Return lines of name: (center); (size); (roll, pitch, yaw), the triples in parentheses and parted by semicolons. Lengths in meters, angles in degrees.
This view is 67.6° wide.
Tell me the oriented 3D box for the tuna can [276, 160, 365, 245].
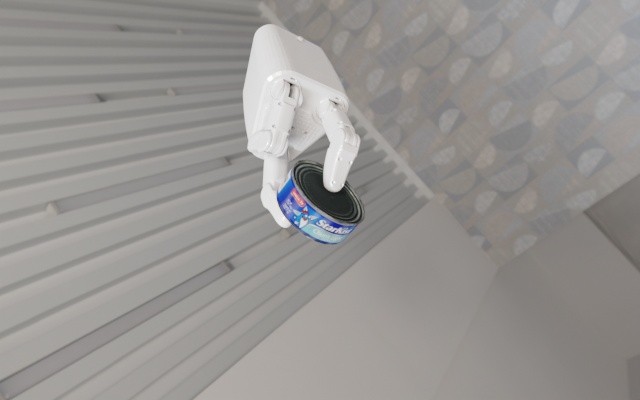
tuna can: (0.000, 0.002, 0.469); (0.086, 0.086, 0.034); (0, -43, -50)
